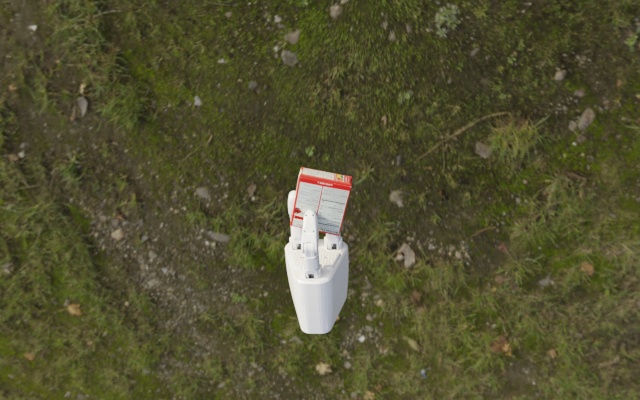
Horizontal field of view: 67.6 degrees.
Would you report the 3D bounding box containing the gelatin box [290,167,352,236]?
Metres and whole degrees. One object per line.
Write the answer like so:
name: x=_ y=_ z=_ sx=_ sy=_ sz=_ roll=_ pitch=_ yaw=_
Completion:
gelatin box: x=0.000 y=0.002 z=0.674 sx=0.073 sy=0.089 sz=0.030 roll=11 pitch=34 yaw=-2
